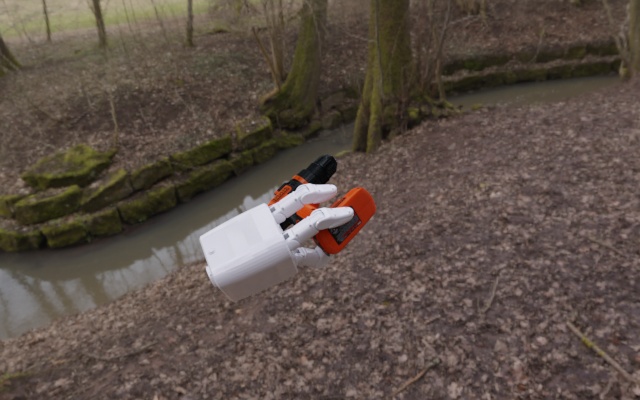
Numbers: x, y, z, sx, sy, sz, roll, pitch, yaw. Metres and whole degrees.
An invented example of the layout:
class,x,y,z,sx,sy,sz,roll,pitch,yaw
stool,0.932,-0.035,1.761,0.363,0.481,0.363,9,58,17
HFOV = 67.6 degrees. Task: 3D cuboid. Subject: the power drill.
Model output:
class,x,y,z,sx,sy,sz,roll,pitch,yaw
power drill,0.000,0.003,0.758,0.187,0.184,0.057,18,-29,55
